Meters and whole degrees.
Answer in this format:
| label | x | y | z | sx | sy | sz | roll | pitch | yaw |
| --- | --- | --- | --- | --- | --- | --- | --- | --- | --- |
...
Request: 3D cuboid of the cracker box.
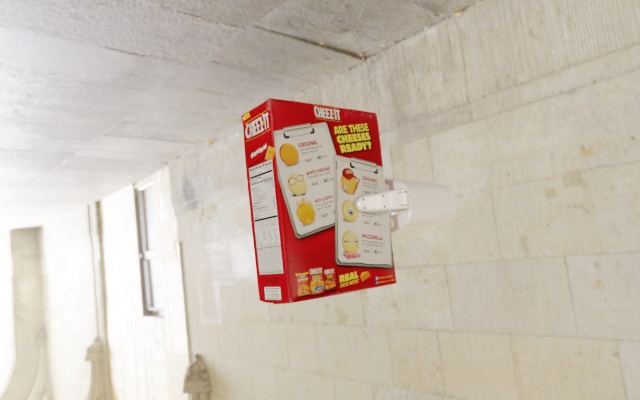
| label | x | y | z | sx | sy | sz | roll | pitch | yaw |
| --- | --- | --- | --- | --- | --- | --- | --- | --- | --- |
| cracker box | 0.000 | 0.002 | 0.557 | 0.164 | 0.213 | 0.072 | -1 | -8 | -40 |
